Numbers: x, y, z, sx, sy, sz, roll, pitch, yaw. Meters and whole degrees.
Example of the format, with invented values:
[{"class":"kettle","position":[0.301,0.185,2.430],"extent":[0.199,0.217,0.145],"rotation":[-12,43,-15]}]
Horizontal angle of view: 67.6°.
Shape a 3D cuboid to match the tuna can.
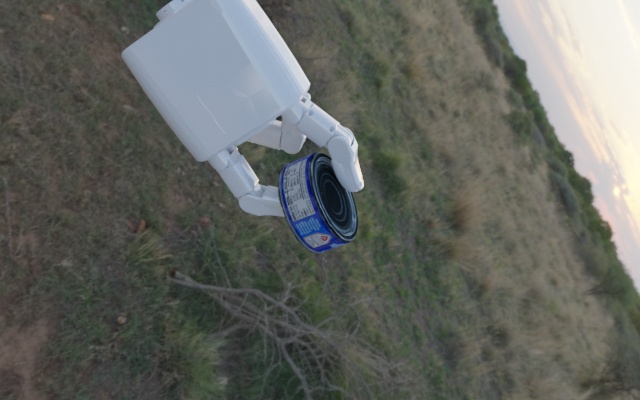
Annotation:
[{"class":"tuna can","position":[0.001,0.001,0.423],"extent":[0.034,0.086,0.086],"rotation":[-21,-9,23]}]
